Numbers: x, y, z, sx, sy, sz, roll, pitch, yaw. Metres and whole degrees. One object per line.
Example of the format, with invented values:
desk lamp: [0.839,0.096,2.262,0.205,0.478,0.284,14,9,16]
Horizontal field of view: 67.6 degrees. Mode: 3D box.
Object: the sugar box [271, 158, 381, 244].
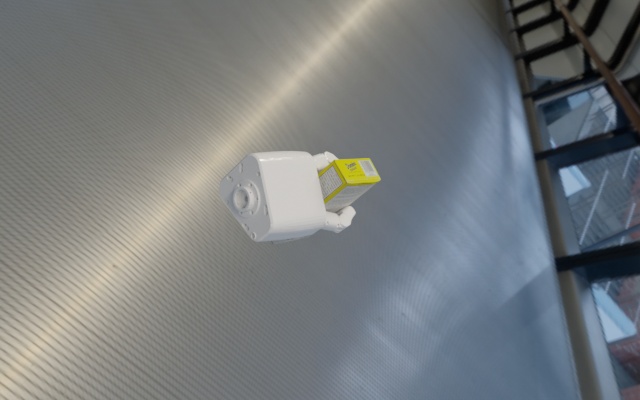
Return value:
sugar box: [0.000,0.002,0.729,0.176,0.048,0.093,-37,-19,35]
